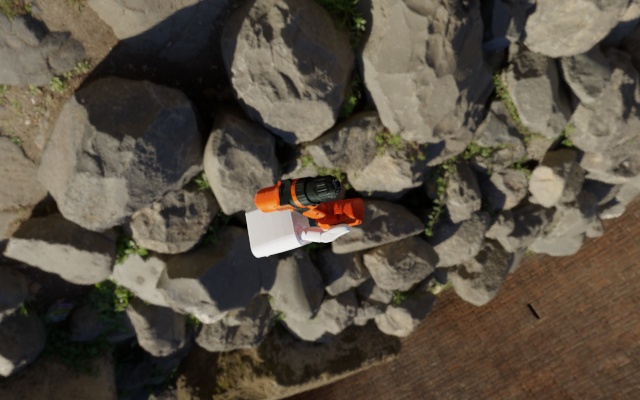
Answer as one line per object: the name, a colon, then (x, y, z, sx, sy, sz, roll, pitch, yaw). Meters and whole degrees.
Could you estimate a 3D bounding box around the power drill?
power drill: (0.000, 0.003, 0.892, 0.184, 0.057, 0.188, -9, -21, 38)
